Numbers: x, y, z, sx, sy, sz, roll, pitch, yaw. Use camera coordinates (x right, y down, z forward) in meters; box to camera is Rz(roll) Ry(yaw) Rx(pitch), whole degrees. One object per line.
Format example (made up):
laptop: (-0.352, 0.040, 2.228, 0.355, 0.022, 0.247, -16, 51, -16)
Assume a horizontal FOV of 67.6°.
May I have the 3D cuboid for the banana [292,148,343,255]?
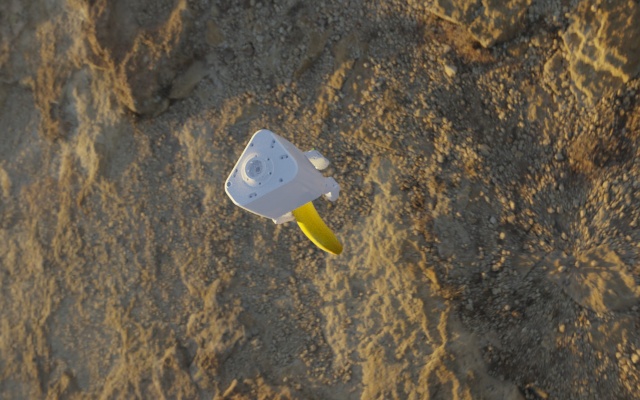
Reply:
banana: (-0.018, 0.005, 0.816, 0.069, 0.197, 0.037, -17, -16, 8)
